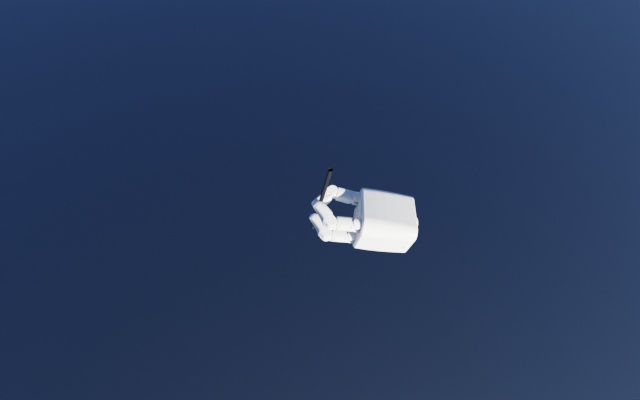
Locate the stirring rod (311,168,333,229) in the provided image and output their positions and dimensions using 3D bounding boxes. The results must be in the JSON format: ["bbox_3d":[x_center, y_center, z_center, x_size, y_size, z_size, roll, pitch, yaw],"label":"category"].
[{"bbox_3d":[0.000,0.003,0.895,0.011,0.011,0.240,0,-27,-9],"label":"stirring rod"}]
